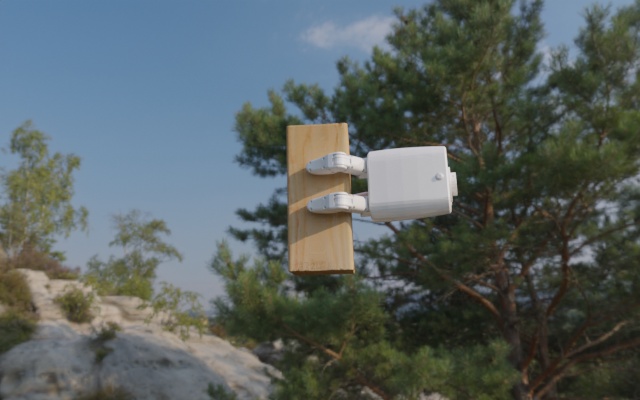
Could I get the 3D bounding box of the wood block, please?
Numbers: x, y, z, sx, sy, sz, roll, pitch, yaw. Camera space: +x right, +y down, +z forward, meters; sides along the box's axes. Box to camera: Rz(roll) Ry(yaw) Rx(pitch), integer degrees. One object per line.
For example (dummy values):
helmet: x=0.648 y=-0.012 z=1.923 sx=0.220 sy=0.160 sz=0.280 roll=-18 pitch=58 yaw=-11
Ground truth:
wood block: x=0.001 y=0.002 z=0.696 sx=0.090 sy=0.206 sz=0.091 roll=-2 pitch=-13 yaw=4
